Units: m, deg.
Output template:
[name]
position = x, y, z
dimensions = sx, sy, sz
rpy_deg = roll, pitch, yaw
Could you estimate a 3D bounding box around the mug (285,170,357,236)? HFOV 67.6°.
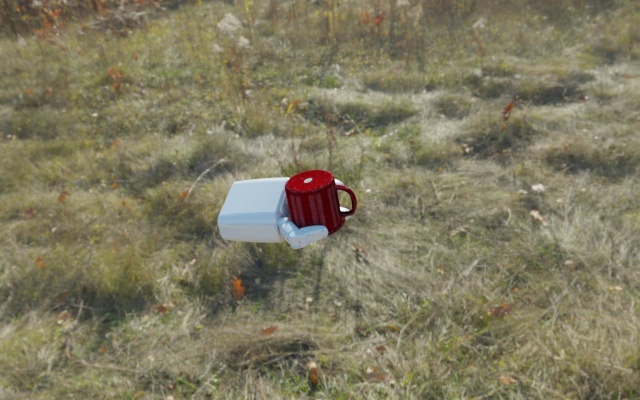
[mug]
position = 0.001, 0.002, 0.766
dimensions = 0.117, 0.081, 0.093
rpy_deg = -2, 30, 17
